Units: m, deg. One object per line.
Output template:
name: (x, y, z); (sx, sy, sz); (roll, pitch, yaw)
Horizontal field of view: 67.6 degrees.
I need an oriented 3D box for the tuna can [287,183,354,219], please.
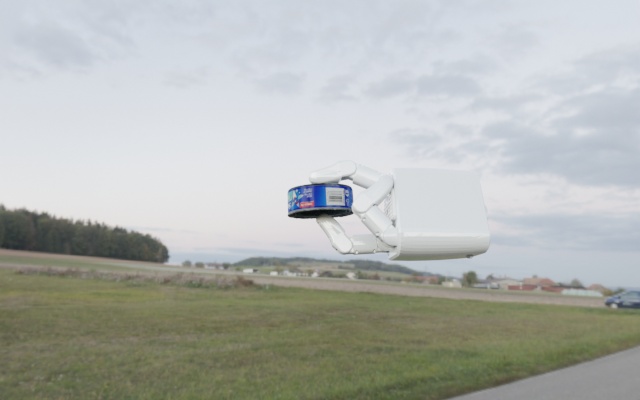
tuna can: (0.000, 0.001, 0.612); (0.086, 0.033, 0.086); (-3, -10, 0)
